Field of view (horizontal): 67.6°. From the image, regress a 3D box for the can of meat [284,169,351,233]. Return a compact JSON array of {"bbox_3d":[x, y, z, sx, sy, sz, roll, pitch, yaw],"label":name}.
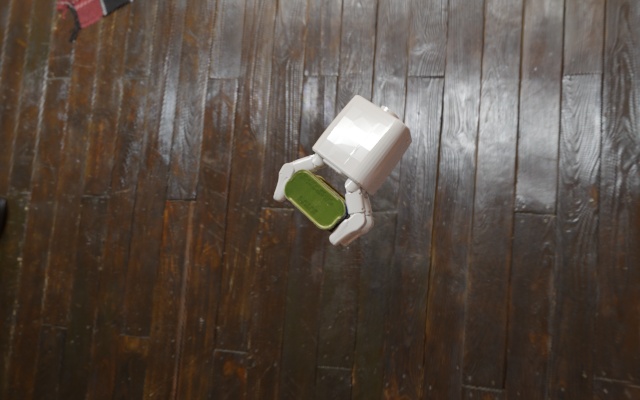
[{"bbox_3d":[0.000,0.002,0.712,0.102,0.057,0.084,41,4,14],"label":"can of meat"}]
